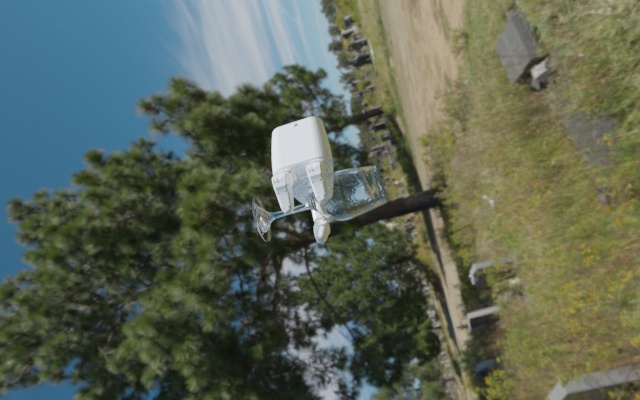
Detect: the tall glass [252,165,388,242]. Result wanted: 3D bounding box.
[{"bbox_3d":[0.000,0.003,0.747,0.201,0.079,0.079,-16,-3,9],"label":"tall glass"}]
